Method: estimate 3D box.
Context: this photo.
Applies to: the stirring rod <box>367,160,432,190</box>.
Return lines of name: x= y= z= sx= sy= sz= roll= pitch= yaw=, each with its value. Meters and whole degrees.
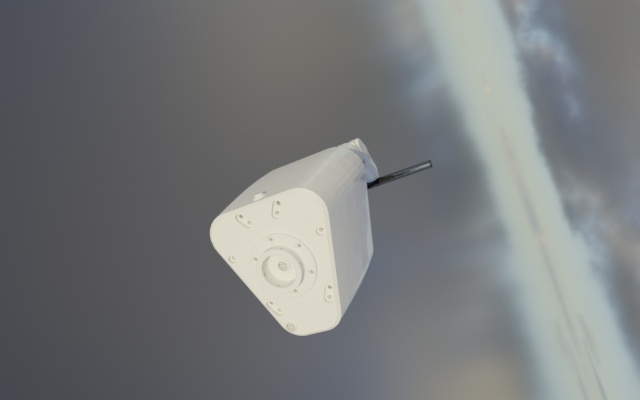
stirring rod: x=0.000 y=0.002 z=0.500 sx=0.239 sy=0.011 sz=0.011 roll=-19 pitch=-8 yaw=22
